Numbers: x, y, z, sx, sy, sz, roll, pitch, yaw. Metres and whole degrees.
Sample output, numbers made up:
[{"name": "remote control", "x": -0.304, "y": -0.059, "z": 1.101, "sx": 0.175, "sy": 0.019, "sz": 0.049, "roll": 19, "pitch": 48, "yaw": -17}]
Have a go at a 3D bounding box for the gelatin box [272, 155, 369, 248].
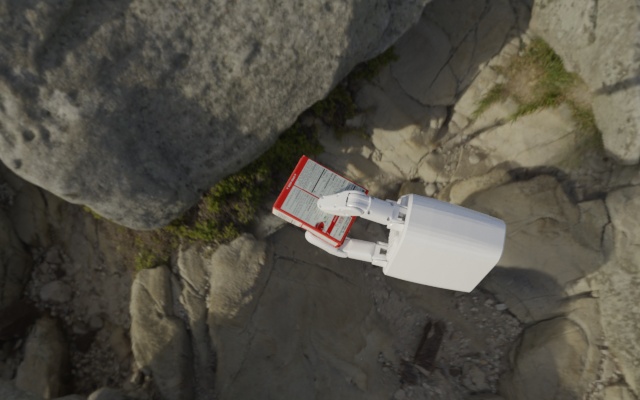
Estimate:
[{"name": "gelatin box", "x": 0.000, "y": 0.002, "z": 0.549, "sx": 0.089, "sy": 0.073, "sz": 0.030, "roll": 29, "pitch": -17, "yaw": -1}]
